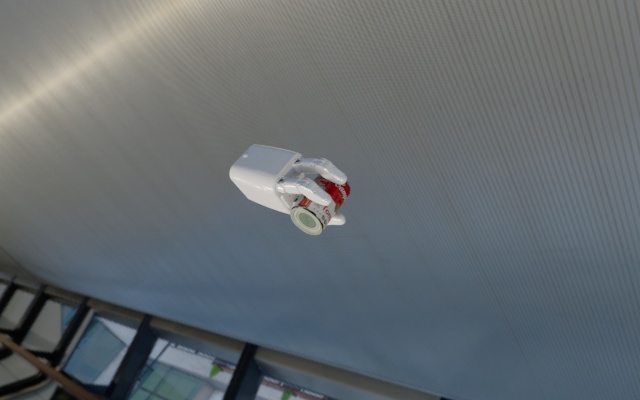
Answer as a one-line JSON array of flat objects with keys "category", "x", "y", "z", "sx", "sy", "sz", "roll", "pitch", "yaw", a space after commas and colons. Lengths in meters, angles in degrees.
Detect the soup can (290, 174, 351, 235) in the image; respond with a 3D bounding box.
[{"category": "soup can", "x": 0.000, "y": 0.003, "z": 0.844, "sx": 0.068, "sy": 0.068, "sz": 0.102, "roll": 0, "pitch": 41, "yaw": 42}]
